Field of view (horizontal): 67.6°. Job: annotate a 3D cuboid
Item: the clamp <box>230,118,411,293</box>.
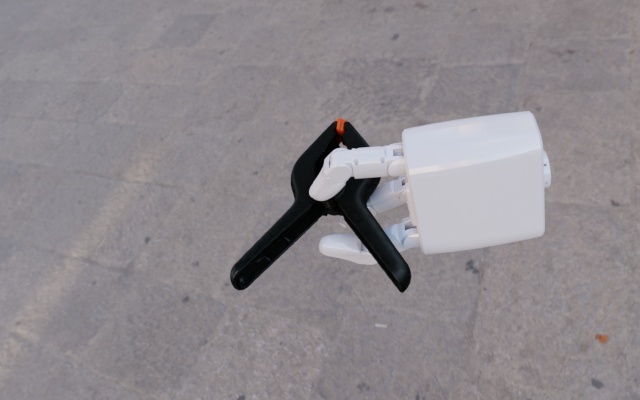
[{"bbox_3d":[0.000,0.001,0.470,0.164,0.209,0.036,-8,-40,13],"label":"clamp"}]
